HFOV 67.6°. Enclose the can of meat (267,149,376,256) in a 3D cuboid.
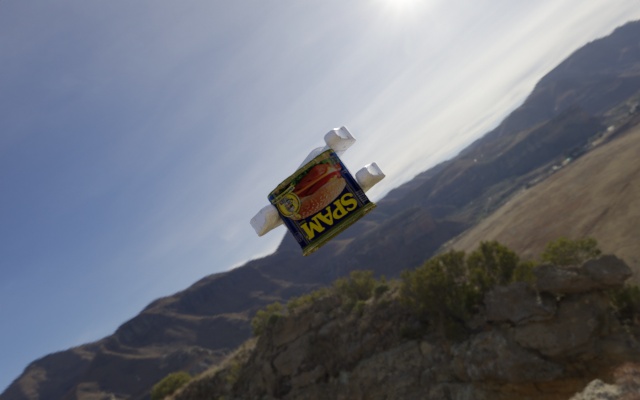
[{"bbox_3d":[0.000,0.002,0.558,0.102,0.084,0.057,-36,-8,3],"label":"can of meat"}]
